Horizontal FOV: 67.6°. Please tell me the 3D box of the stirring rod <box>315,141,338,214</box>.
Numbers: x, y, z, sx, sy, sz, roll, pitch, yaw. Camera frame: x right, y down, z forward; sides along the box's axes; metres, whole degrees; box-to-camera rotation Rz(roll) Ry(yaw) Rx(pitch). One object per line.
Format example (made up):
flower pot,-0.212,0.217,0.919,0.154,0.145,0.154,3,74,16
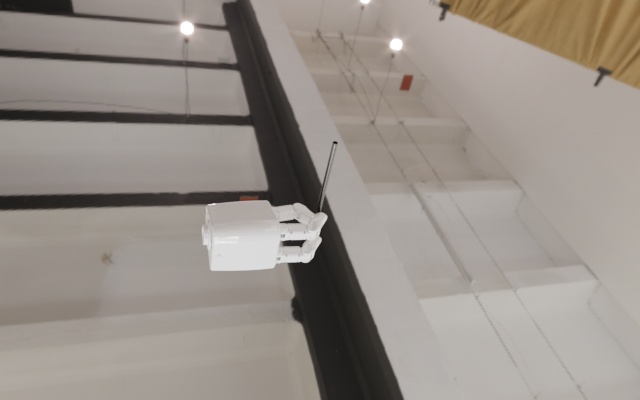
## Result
stirring rod,0.000,0.003,0.800,0.011,0.240,0.011,8,40,-7
